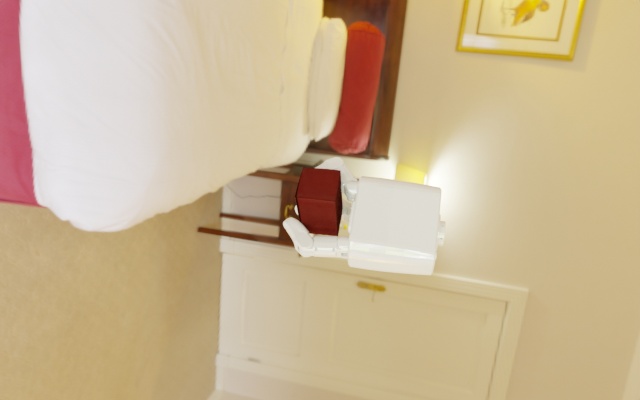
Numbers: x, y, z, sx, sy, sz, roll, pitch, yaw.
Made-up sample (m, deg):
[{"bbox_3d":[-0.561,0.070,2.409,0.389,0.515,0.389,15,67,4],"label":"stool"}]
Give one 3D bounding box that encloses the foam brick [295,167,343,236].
[{"bbox_3d":[0.000,0.002,0.623,0.051,0.053,0.078,5,-38,9],"label":"foam brick"}]
